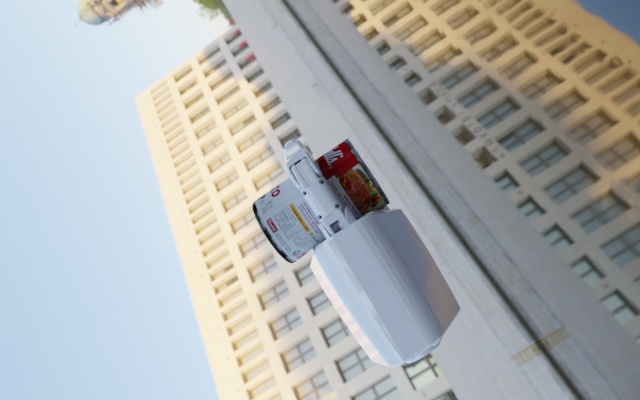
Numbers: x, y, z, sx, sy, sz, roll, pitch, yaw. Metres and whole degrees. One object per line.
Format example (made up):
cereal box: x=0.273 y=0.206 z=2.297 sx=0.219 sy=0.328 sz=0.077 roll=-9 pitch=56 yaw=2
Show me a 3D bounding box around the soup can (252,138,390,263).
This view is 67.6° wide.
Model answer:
soup can: x=0.000 y=0.001 z=0.422 sx=0.102 sy=0.068 sz=0.068 roll=-33 pitch=-4 yaw=6
